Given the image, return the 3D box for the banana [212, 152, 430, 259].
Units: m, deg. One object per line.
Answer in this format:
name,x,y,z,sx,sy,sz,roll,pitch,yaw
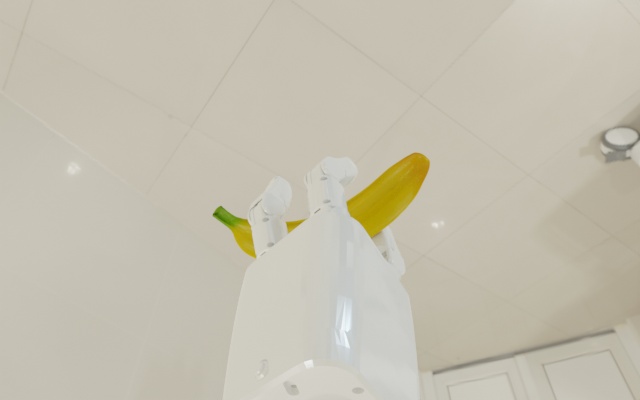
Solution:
banana,0.004,0.017,0.412,0.198,0.070,0.037,-15,32,16
